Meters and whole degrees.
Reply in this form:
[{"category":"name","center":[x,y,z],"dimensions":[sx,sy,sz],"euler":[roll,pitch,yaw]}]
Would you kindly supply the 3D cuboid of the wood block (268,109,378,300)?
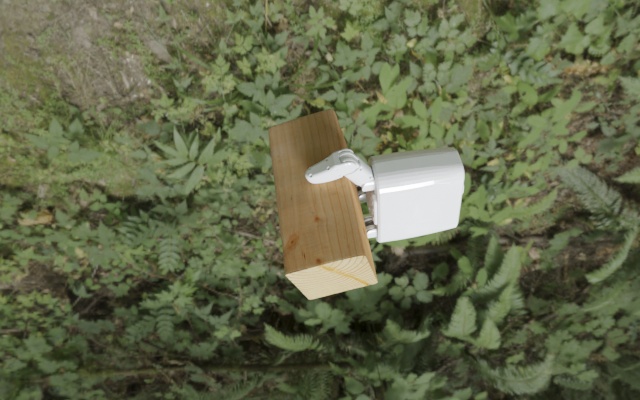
[{"category":"wood block","center":[0.000,0.002,0.589],"dimensions":[0.090,0.206,0.091],"euler":[-15,-32,8]}]
